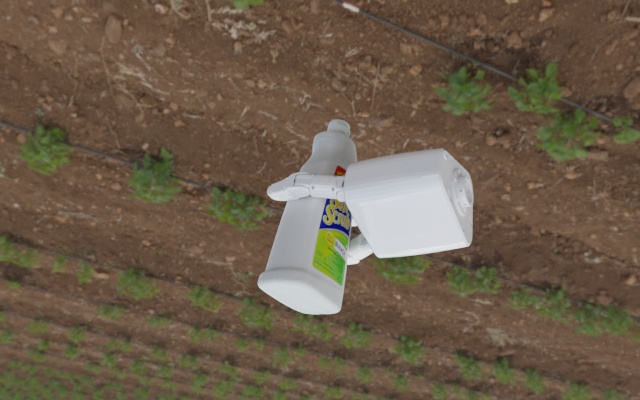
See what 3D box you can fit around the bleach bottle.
[{"bbox_3d":[0.000,0.002,0.578,0.068,0.250,0.103,-9,-35,32],"label":"bleach bottle"}]
